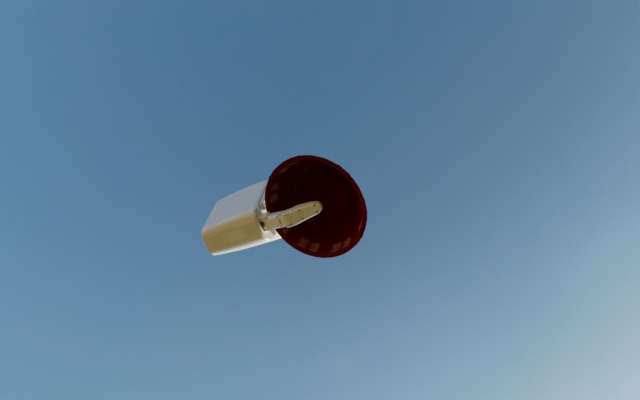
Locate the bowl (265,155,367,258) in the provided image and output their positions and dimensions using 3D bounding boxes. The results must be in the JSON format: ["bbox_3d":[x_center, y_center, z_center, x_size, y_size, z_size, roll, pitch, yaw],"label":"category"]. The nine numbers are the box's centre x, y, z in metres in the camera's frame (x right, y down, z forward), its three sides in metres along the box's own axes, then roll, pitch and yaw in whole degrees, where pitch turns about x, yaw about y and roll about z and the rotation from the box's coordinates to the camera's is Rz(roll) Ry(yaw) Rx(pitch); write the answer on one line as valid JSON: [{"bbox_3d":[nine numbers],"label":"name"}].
[{"bbox_3d":[0.001,0.002,0.712,0.162,0.162,0.055,0,22,25],"label":"bowl"}]
